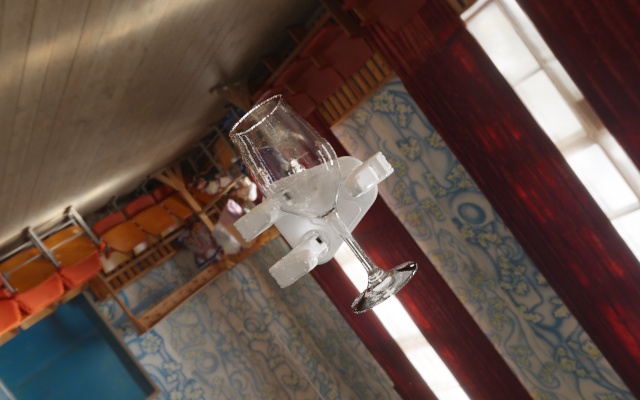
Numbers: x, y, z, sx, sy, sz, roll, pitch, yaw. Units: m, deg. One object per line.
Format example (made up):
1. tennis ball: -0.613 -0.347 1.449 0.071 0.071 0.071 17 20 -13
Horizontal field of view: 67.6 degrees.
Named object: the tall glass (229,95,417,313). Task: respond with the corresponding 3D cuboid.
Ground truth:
1. tall glass: 0.001 0.002 0.442 0.079 0.201 0.079 -37 2 2
